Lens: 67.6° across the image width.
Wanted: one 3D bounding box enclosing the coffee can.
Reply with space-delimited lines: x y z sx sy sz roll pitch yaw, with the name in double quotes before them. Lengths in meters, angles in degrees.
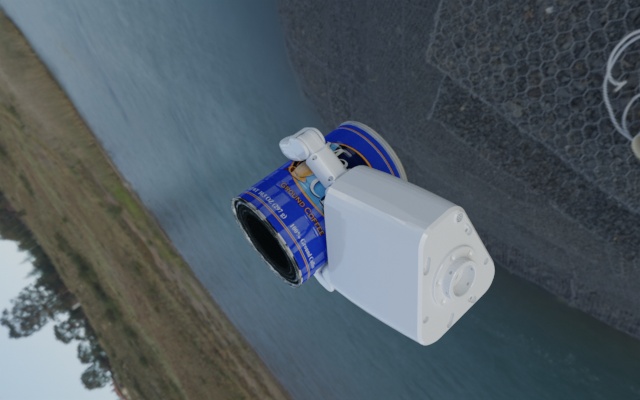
"coffee can" 0.000 0.001 0.465 0.140 0.103 0.103 -37 15 -21
